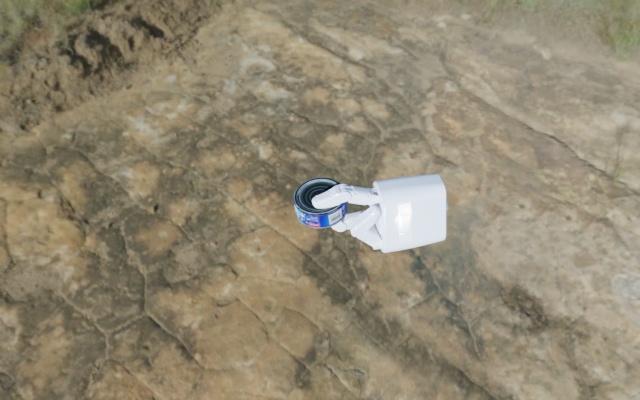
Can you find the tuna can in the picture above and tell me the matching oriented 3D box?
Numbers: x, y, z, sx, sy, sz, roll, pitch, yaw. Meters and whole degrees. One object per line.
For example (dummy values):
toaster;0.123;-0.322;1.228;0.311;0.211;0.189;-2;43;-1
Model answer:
tuna can;0.000;0.002;0.766;0.086;0.086;0.034;0;-44;8
